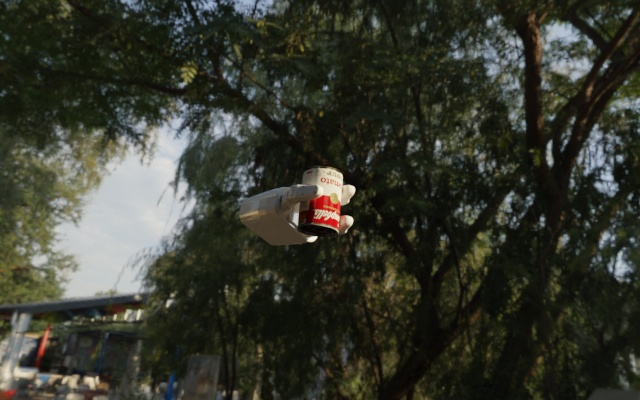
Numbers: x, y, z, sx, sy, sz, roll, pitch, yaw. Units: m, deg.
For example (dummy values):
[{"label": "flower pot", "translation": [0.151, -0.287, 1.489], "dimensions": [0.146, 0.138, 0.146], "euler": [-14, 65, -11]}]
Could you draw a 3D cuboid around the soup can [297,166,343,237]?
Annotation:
[{"label": "soup can", "translation": [0.000, 0.002, 0.789], "dimensions": [0.068, 0.102, 0.068], "euler": [5, -20, 2]}]
